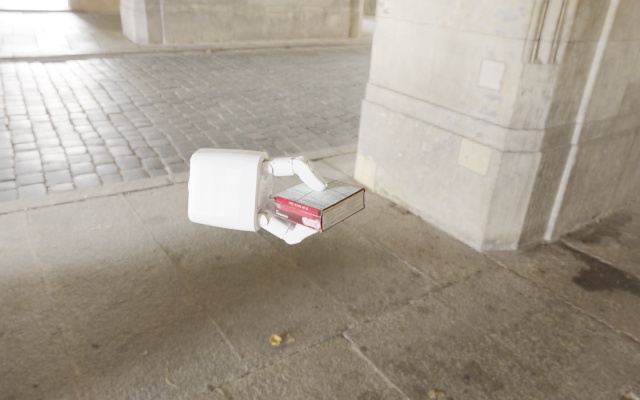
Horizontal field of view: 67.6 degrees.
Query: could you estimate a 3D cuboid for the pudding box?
[{"bbox_3d":[0.000,0.002,0.708,0.090,0.039,0.113,19,31,33],"label":"pudding box"}]
